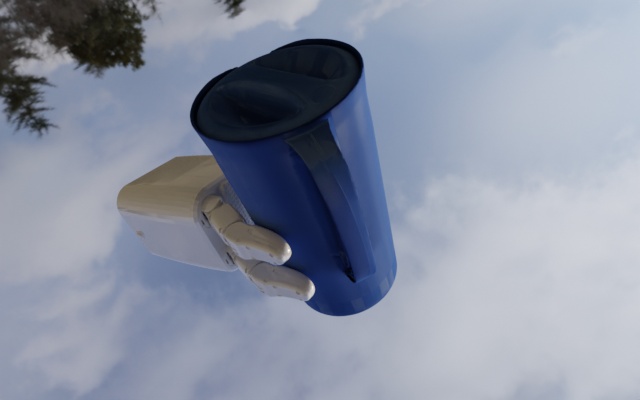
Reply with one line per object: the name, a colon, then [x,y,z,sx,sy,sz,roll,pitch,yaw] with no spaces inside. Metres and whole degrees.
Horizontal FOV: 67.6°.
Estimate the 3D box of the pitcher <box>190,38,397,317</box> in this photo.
pitcher: [0.000,0.001,0.416,0.145,0.149,0.243,4,-43,26]
